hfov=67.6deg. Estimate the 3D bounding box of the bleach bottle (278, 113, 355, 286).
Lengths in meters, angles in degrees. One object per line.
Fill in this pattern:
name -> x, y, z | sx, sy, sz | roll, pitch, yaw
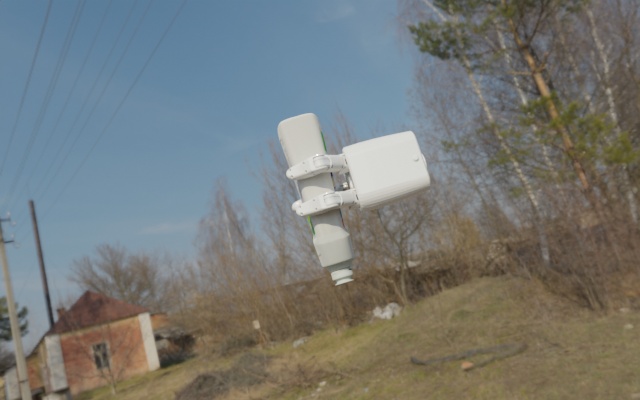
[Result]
bleach bottle -> 0.000, 0.002, 0.719 | 0.068, 0.250, 0.102 | -16, -11, -1
